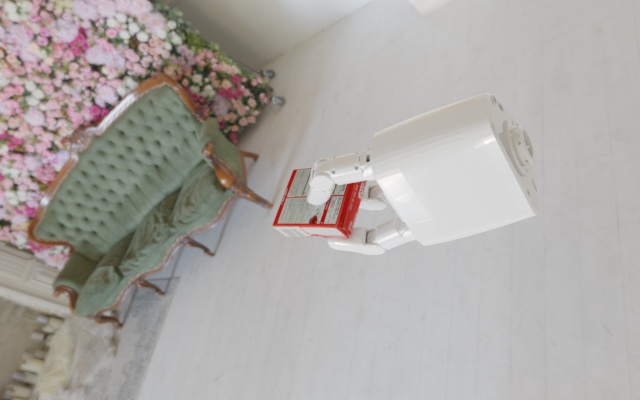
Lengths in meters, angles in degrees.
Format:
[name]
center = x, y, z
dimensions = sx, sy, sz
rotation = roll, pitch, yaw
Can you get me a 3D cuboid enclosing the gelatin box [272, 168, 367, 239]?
[gelatin box]
center = 0.000, 0.001, 0.504
dimensions = 0.089, 0.073, 0.030
rotation = -2, -31, 38
